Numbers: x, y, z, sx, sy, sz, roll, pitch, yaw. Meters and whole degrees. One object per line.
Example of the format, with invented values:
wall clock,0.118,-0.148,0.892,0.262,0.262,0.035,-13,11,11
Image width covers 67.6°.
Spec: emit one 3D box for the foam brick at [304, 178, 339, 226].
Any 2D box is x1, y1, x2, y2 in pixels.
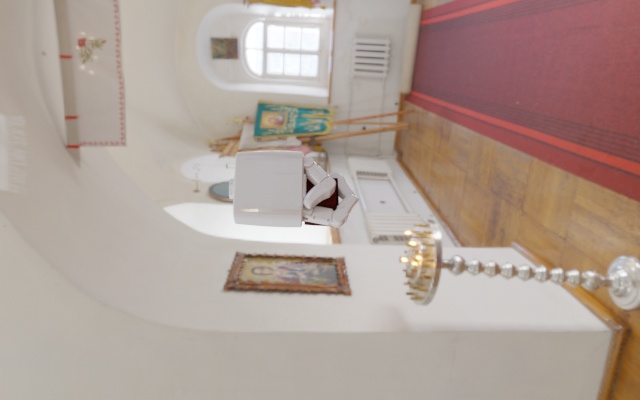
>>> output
foam brick,0.000,0.003,0.782,0.051,0.053,0.078,1,-28,-4
